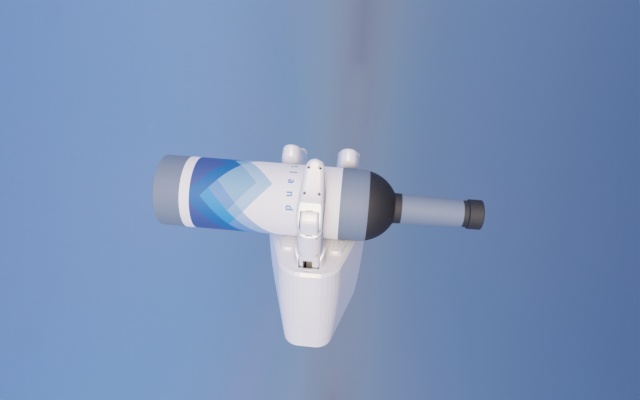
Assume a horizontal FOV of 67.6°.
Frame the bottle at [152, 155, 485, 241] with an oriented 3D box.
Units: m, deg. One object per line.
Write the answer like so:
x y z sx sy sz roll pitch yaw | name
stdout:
0.000 0.001 0.444 0.296 0.069 0.069 5 0 3 | bottle
